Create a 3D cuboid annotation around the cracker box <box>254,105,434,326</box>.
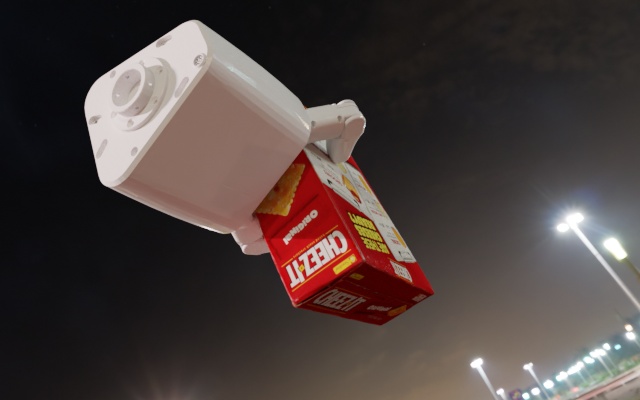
[{"bbox_3d":[0.000,0.001,0.440,0.072,0.213,0.164,-37,-32,15],"label":"cracker box"}]
